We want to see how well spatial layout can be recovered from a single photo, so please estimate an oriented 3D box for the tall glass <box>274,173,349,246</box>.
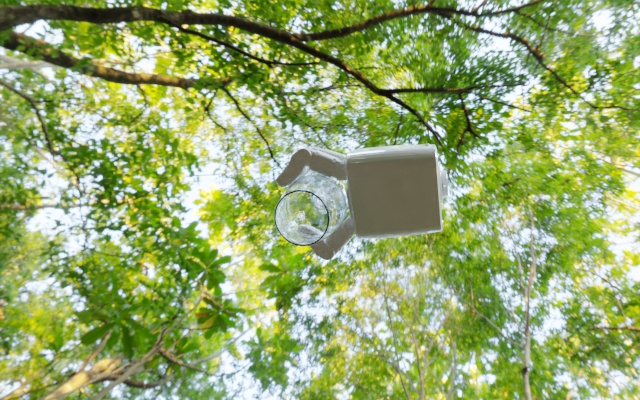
[{"bbox_3d":[0.000,0.002,0.606,0.079,0.079,0.201,0,10,12],"label":"tall glass"}]
